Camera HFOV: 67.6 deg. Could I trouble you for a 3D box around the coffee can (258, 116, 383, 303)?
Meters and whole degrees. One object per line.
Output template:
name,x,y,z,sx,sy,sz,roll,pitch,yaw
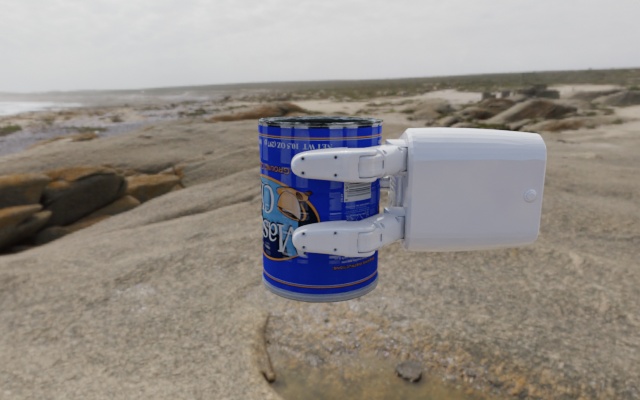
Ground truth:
coffee can,0.000,0.001,0.408,0.103,0.140,0.102,0,13,0
